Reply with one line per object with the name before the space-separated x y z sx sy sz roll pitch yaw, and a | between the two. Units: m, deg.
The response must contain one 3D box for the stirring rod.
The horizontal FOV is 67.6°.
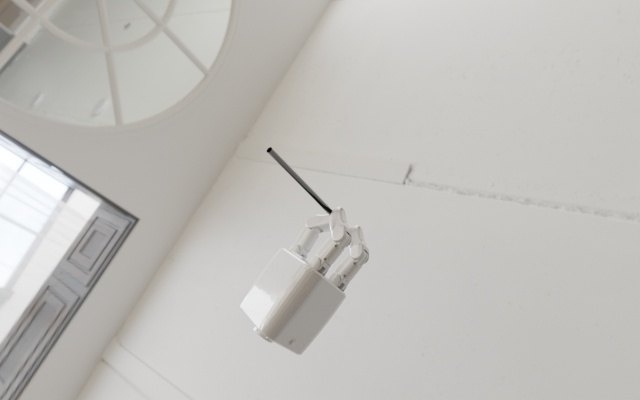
stirring rod | 0.000 0.002 0.647 0.011 0.011 0.240 0 -31 36
